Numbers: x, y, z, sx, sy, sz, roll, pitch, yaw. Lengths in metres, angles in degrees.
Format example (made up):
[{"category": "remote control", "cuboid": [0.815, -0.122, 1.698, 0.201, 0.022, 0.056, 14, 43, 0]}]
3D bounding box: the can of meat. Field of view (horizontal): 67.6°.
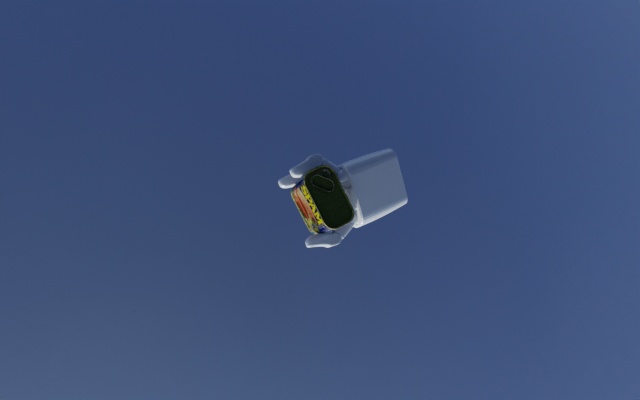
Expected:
[{"category": "can of meat", "cuboid": [0.000, 0.003, 0.789, 0.057, 0.102, 0.084, -26, -2, -24]}]
